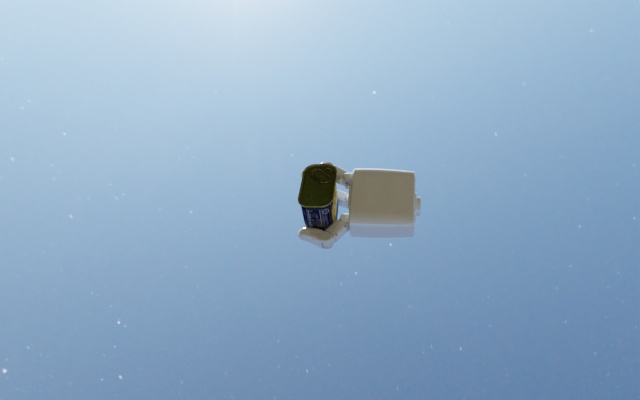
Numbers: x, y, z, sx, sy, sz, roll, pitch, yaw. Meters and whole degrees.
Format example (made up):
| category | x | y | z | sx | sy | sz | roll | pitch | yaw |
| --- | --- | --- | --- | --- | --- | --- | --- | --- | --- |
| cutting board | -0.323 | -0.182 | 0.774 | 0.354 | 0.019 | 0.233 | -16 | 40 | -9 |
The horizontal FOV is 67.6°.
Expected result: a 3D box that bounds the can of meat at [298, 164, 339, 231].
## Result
| category | x | y | z | sx | sy | sz | roll | pitch | yaw |
| --- | --- | --- | --- | --- | --- | --- | --- | --- | --- |
| can of meat | 0.000 | 0.003 | 0.806 | 0.057 | 0.102 | 0.084 | 0 | -45 | 9 |
